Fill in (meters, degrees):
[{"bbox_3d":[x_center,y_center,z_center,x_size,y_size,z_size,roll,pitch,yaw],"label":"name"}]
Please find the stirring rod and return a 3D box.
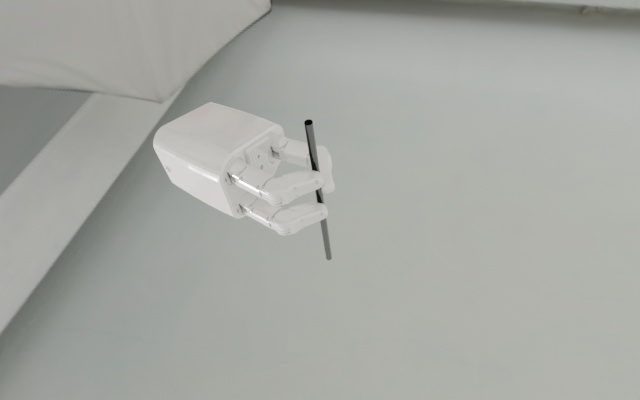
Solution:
[{"bbox_3d":[0.000,0.002,0.532,0.011,0.011,0.240,0,-38,7],"label":"stirring rod"}]
